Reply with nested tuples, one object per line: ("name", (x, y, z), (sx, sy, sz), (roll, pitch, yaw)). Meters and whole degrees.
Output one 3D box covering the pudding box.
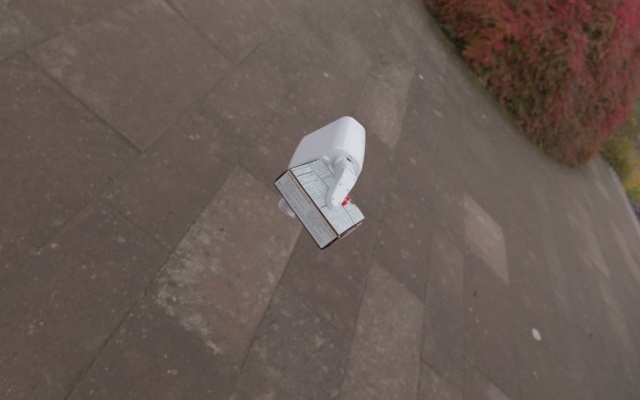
("pudding box", (0.000, 0.002, 0.643), (0.039, 0.113, 0.090), (-42, -8, 31))
